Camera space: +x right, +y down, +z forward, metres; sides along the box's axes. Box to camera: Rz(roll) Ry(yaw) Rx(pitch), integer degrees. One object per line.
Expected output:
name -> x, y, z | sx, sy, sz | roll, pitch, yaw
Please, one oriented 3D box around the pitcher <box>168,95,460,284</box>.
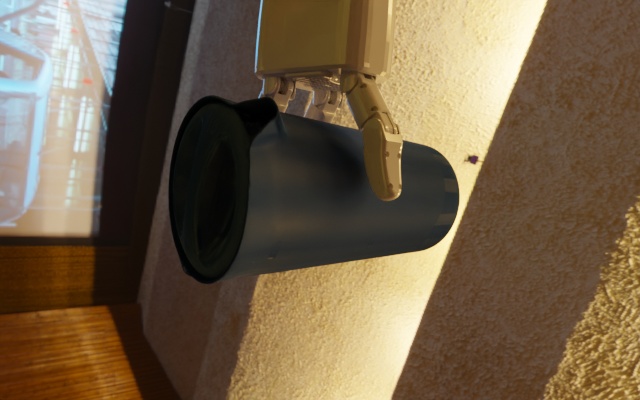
pitcher -> 0.000, 0.001, 0.416 | 0.243, 0.145, 0.149 | 2, 2, -38
